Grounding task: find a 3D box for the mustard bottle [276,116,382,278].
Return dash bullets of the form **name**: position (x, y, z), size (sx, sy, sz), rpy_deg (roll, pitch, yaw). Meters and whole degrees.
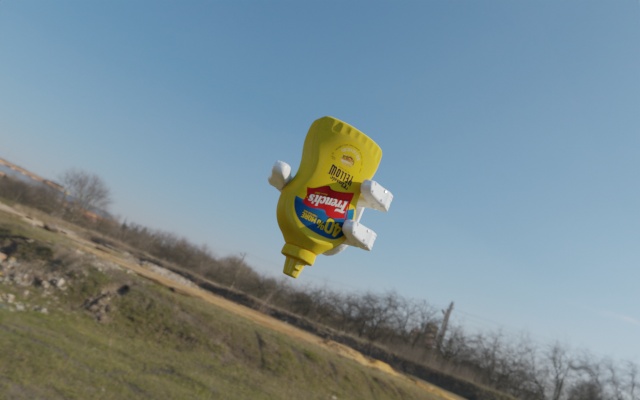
- **mustard bottle**: position (0.000, 0.002, 0.576), size (0.096, 0.191, 0.058), rpy_deg (29, -15, -24)
